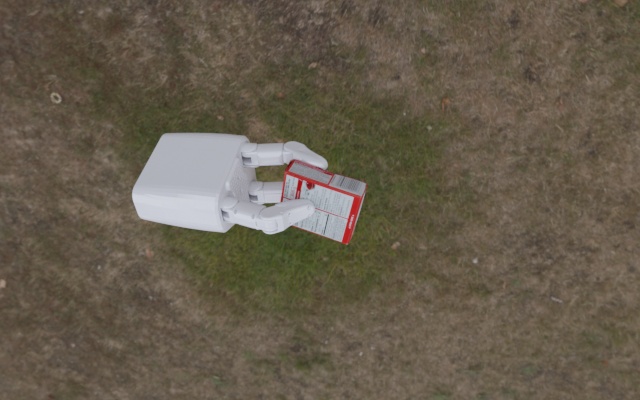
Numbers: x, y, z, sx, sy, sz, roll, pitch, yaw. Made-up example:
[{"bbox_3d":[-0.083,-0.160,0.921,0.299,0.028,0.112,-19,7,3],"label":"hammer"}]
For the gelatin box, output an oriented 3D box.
[{"bbox_3d":[0.000,0.002,0.530,0.089,0.073,0.030,19,40,8],"label":"gelatin box"}]
